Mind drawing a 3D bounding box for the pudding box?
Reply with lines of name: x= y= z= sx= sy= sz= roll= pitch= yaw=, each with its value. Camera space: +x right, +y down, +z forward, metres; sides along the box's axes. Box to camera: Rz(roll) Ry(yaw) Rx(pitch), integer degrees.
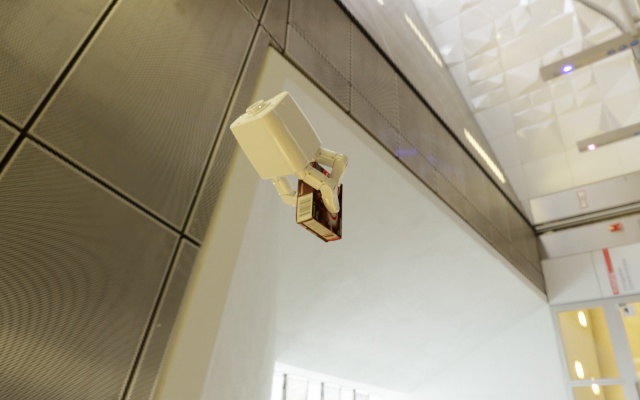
pudding box: x=0.000 y=0.003 z=0.811 sx=0.039 sy=0.113 sz=0.090 roll=-16 pitch=-35 yaw=32
